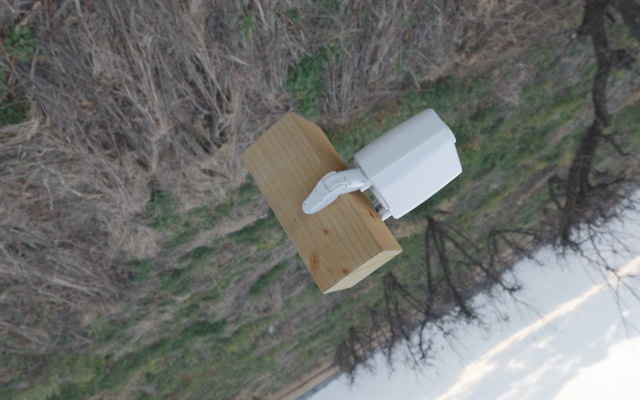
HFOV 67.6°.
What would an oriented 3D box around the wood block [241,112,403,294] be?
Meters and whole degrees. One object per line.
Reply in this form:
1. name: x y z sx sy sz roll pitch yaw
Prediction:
1. wood block: 0.000 0.002 0.602 0.090 0.206 0.091 -38 -19 17
